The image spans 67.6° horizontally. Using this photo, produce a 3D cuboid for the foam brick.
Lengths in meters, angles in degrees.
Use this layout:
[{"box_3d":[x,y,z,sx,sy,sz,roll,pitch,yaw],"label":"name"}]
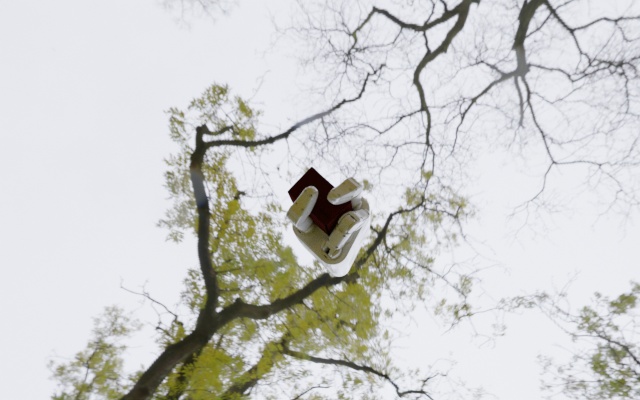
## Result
[{"box_3d":[0.000,0.002,0.678,0.078,0.053,0.051,42,-10,20],"label":"foam brick"}]
